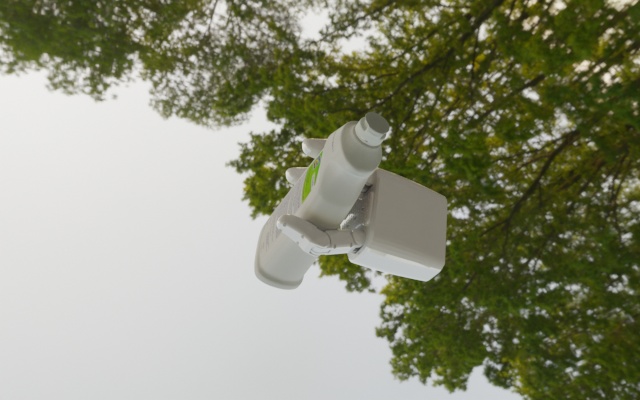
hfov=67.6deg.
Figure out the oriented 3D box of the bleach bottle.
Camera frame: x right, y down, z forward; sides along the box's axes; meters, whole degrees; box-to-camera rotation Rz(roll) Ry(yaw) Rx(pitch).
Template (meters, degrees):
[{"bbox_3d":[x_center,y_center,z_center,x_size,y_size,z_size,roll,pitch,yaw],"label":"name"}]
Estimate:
[{"bbox_3d":[0.000,0.002,0.549,0.068,0.102,0.251,19,-43,-19],"label":"bleach bottle"}]
